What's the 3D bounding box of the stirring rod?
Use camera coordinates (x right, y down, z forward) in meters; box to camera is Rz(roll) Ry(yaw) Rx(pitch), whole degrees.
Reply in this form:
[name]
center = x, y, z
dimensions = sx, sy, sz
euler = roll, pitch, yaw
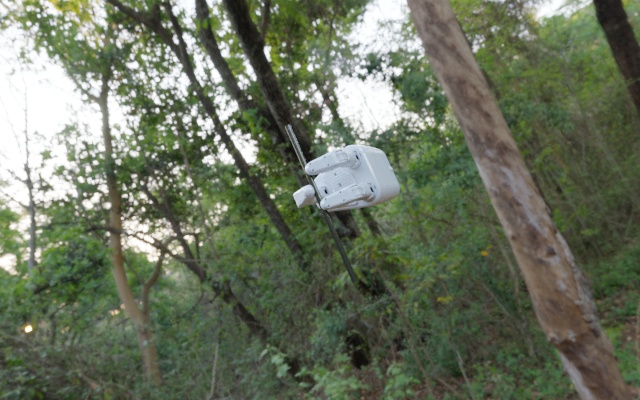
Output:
[stirring rod]
center = 0.000, 0.002, 0.669
dimensions = 0.011, 0.239, 0.011
euler = -23, -8, -3
